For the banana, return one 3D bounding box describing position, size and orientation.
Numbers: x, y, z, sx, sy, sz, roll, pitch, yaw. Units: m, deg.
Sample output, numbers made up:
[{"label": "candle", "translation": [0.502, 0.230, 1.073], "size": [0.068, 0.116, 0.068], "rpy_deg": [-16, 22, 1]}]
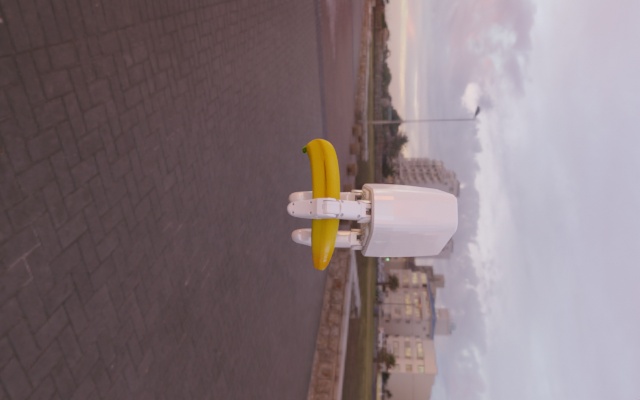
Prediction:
[{"label": "banana", "translation": [0.003, -0.011, 0.618], "size": [0.037, 0.197, 0.070], "rpy_deg": [3, -34, -11]}]
